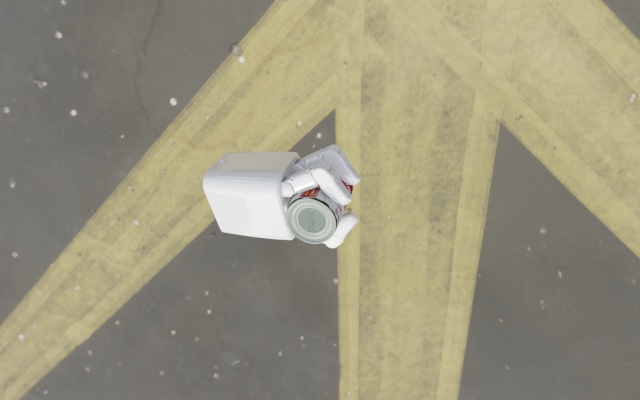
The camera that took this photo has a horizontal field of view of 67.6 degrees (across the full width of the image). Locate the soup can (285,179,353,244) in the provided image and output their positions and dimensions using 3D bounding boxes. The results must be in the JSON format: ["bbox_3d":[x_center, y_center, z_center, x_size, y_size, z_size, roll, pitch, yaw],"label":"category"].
[{"bbox_3d":[0.001,0.002,0.626,0.068,0.068,0.102,0,28,16],"label":"soup can"}]
